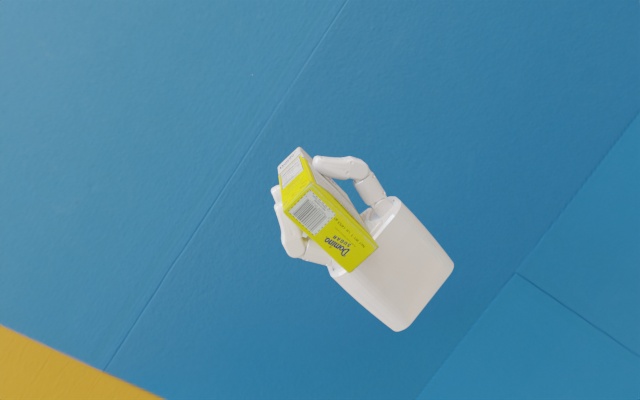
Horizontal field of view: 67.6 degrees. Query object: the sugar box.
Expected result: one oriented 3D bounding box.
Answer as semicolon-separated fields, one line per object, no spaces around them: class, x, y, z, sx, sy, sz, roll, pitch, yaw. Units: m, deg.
sugar box;0.000;0.002;0.518;0.093;0.048;0.176;45;5;-16
